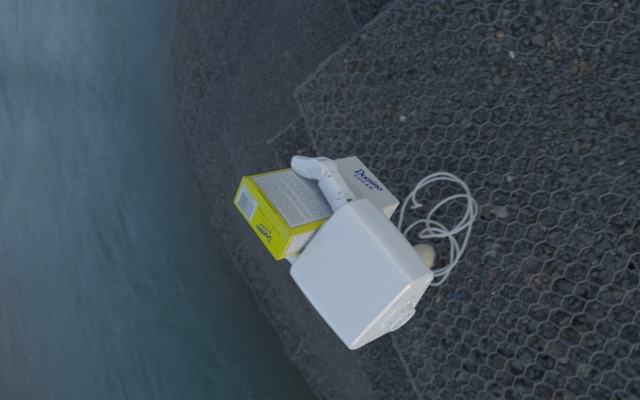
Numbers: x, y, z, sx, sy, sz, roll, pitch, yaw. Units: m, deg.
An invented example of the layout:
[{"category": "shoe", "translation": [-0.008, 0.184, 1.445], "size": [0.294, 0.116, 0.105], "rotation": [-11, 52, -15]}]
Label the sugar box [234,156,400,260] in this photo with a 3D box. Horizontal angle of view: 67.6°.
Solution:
[{"category": "sugar box", "translation": [0.000, 0.002, 0.552], "size": [0.176, 0.048, 0.093], "rotation": [-12, 51, -42]}]
